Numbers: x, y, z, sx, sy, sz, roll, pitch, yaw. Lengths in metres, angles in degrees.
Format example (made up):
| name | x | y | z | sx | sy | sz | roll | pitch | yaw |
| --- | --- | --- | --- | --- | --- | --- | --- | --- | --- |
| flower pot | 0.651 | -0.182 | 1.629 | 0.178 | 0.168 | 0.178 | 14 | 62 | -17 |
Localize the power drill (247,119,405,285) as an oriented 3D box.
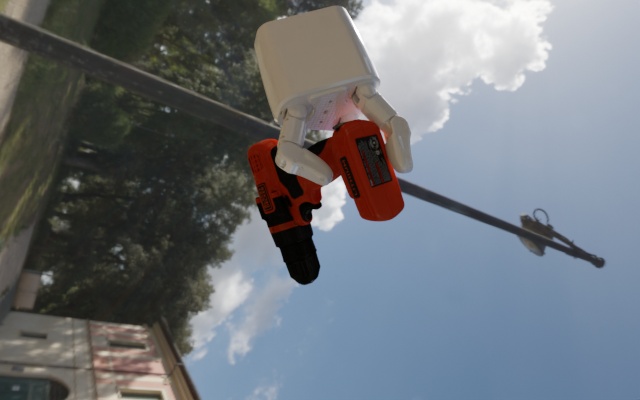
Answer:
| name | x | y | z | sx | sy | sz | roll | pitch | yaw |
| --- | --- | --- | --- | --- | --- | --- | --- | --- | --- |
| power drill | 0.000 | 0.001 | 0.536 | 0.057 | 0.184 | 0.188 | -22 | 3 | -44 |
